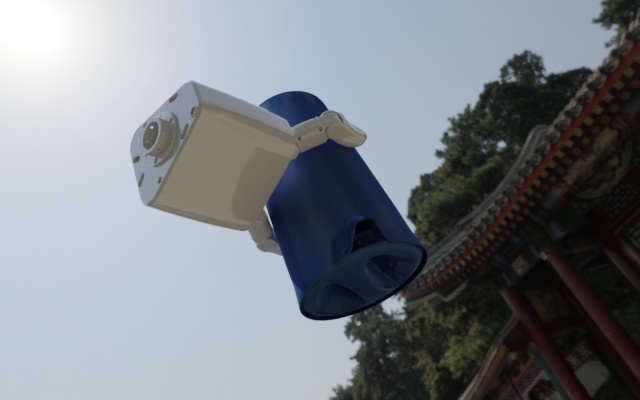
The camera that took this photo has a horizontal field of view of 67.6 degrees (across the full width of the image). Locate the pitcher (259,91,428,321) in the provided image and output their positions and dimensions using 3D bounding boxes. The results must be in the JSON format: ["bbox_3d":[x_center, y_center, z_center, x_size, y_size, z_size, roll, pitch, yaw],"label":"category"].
[{"bbox_3d":[0.000,0.002,0.525,0.145,0.242,0.149,16,-52,-45],"label":"pitcher"}]
